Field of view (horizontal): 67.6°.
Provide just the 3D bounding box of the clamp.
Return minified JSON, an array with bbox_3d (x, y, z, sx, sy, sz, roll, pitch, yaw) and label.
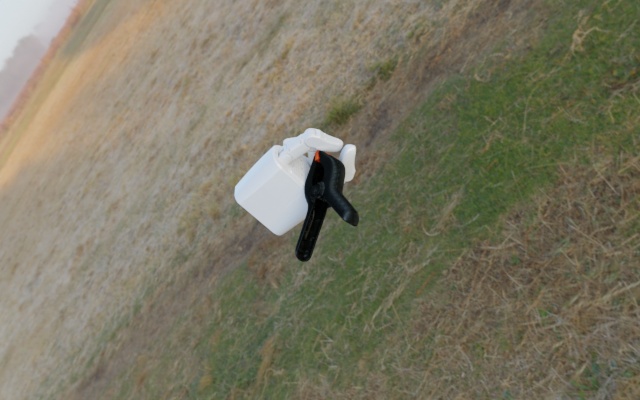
[{"bbox_3d":[0.000,0.002,0.681,0.039,0.171,0.120,33,-58,-30],"label":"clamp"}]
